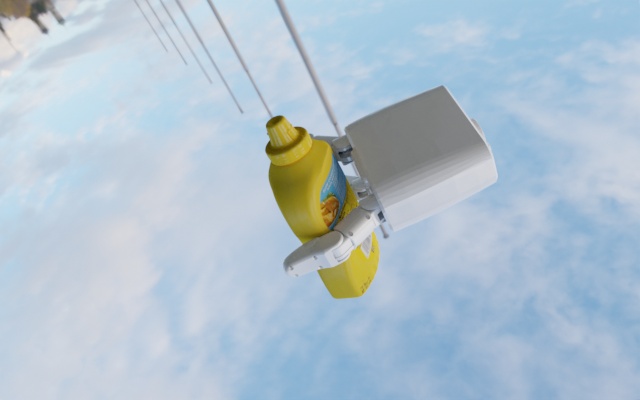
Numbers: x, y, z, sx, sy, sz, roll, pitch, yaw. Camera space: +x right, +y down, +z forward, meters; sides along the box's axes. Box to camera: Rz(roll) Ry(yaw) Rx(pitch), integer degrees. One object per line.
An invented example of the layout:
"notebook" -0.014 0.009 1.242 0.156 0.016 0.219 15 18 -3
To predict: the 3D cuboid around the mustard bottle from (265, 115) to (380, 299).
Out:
"mustard bottle" 0.000 0.002 0.454 0.058 0.192 0.096 -9 40 25
